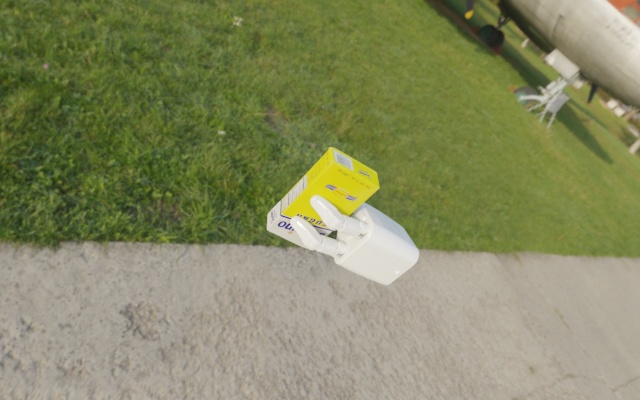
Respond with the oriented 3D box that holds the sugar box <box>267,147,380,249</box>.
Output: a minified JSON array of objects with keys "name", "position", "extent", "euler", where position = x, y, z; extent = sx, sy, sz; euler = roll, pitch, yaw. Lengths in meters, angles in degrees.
[{"name":"sugar box","position":[0.000,0.003,0.757],"extent":[0.093,0.048,0.176],"euler":[27,-56,-25]}]
